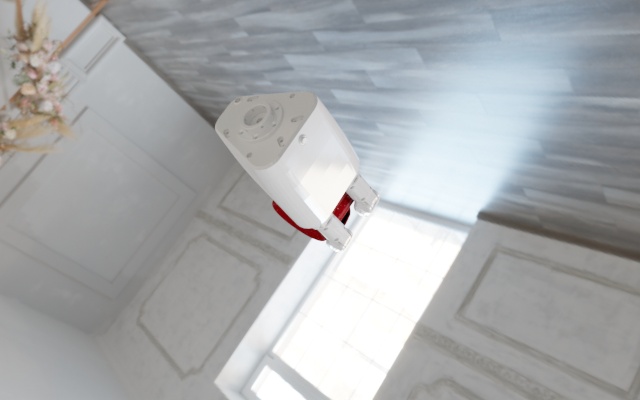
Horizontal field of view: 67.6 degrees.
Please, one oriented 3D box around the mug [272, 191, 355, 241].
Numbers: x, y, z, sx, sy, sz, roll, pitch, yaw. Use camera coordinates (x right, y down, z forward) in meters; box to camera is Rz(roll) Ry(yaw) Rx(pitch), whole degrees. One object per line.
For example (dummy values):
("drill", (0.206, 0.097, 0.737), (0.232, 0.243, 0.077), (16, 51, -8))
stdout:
("mug", (0.001, 0.003, 0.591), (0.093, 0.081, 0.117), (23, -19, 39))
